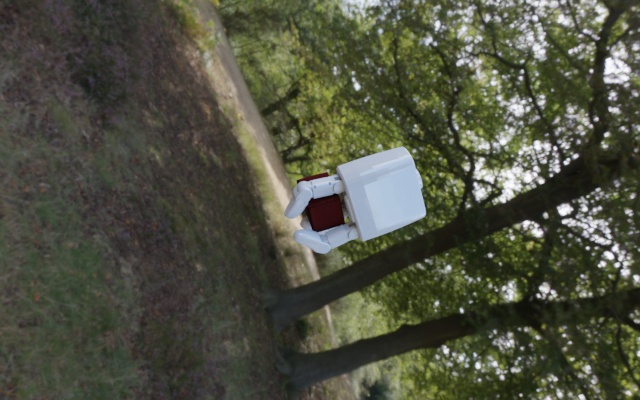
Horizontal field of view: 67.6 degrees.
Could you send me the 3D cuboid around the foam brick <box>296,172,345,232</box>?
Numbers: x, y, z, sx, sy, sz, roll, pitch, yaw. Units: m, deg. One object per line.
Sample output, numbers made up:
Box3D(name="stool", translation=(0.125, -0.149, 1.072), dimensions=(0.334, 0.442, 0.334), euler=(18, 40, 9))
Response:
Box3D(name="foam brick", translation=(0.000, 0.002, 0.730), dimensions=(0.051, 0.053, 0.078), euler=(-17, 39, -4))
